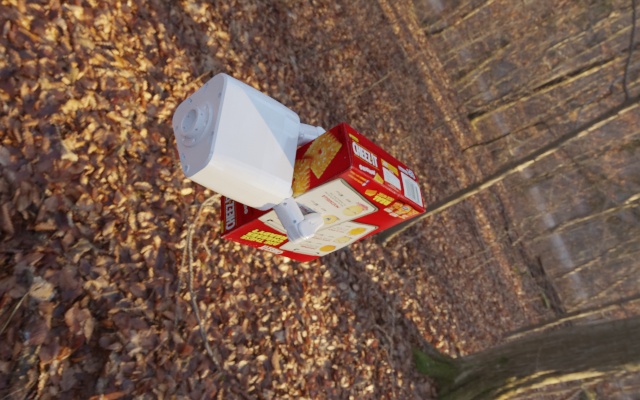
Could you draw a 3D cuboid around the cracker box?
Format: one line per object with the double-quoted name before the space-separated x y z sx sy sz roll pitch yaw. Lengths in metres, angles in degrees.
"cracker box" 0.000 0.002 0.621 0.214 0.072 0.164 -27 -34 32
